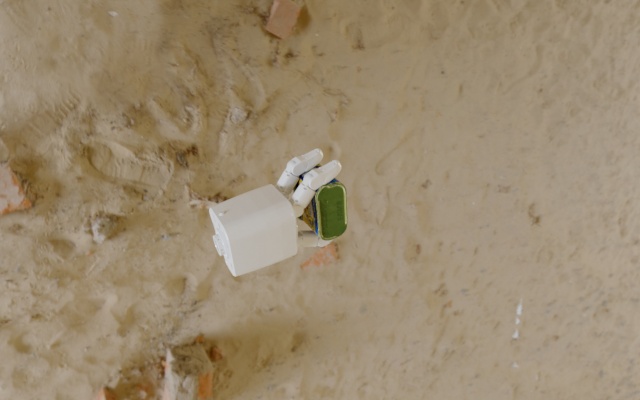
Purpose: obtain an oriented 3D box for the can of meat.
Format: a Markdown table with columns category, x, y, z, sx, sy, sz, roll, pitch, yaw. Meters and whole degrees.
| category | x | y | z | sx | sy | sz | roll | pitch | yaw |
| --- | --- | --- | --- | --- | --- | --- | --- | --- | --- |
| can of meat | 0.000 | 0.003 | 0.761 | 0.057 | 0.102 | 0.084 | -17 | 31 | -22 |
